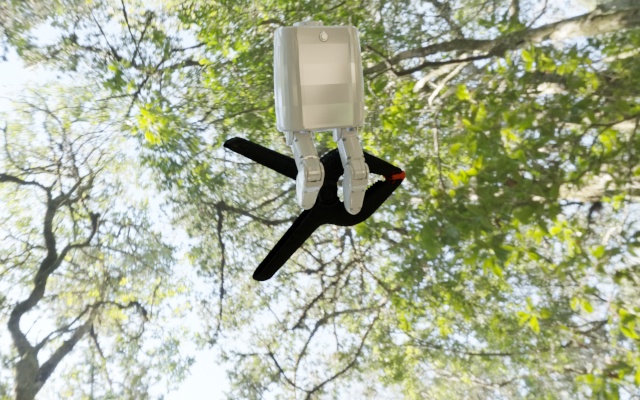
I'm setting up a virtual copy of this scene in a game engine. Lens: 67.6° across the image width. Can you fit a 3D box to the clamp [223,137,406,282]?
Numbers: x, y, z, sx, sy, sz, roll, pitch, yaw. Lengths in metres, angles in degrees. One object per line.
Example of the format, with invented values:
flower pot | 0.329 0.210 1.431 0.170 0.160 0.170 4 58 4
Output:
clamp | 0.000 0.001 0.553 0.210 0.164 0.036 -7 14 -19
